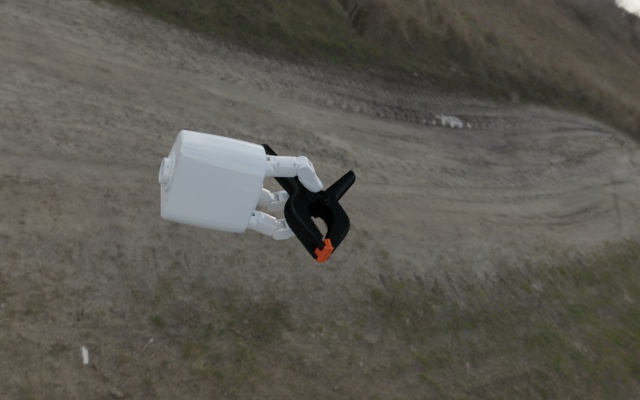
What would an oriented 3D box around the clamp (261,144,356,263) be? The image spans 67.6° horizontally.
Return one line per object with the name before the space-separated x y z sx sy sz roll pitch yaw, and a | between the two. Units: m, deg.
clamp | 0.000 0.002 0.676 0.164 0.036 0.209 10 39 -27
